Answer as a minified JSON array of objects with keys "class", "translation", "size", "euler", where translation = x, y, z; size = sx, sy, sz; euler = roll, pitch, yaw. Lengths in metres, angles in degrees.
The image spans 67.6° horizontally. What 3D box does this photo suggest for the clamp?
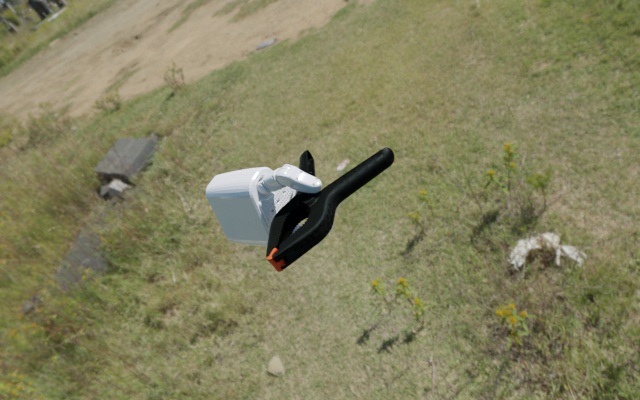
[{"class":"clamp","translation":[-0.001,0.002,0.631],"size":[0.164,0.210,0.036],"euler":[-4,-44,40]}]
